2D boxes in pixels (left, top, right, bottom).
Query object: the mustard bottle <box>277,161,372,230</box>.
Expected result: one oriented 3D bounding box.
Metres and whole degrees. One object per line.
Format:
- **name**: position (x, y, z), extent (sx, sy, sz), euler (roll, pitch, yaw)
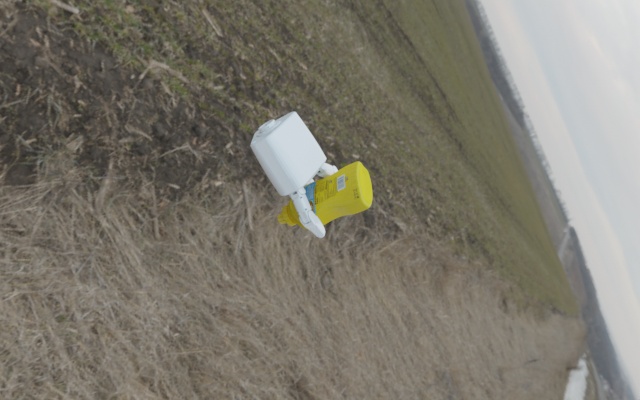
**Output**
- **mustard bottle**: position (0.001, 0.003, 0.882), extent (0.192, 0.096, 0.058), euler (-23, -44, 25)
